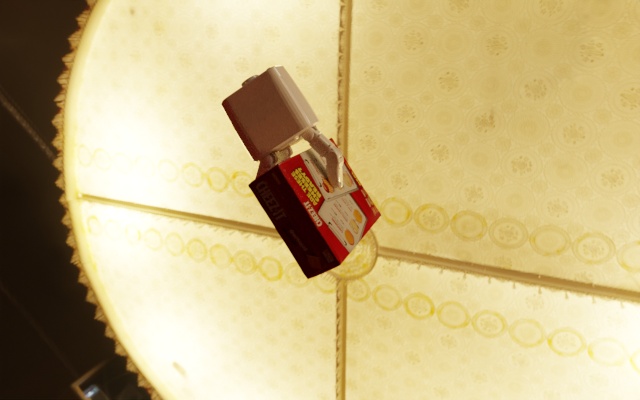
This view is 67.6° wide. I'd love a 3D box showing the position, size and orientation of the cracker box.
[{"bbox_3d":[0.000,0.002,0.751,0.072,0.164,0.213,-31,3,28],"label":"cracker box"}]
